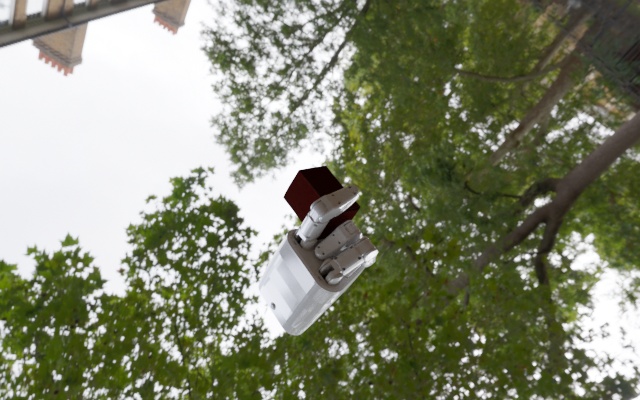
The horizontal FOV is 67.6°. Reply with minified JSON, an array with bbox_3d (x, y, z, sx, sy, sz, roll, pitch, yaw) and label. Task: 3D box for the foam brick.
[{"bbox_3d":[0.000,0.002,0.605,0.053,0.078,0.051,-10,-37,-45],"label":"foam brick"}]
